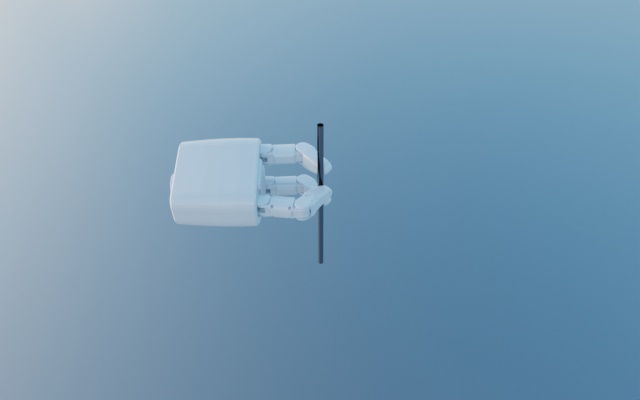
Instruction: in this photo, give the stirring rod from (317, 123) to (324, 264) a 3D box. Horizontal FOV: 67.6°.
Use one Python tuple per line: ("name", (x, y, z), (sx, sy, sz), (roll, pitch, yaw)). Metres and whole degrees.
("stirring rod", (0.000, 0.002, 0.635), (0.011, 0.240, 0.011), (0, 42, 0))
